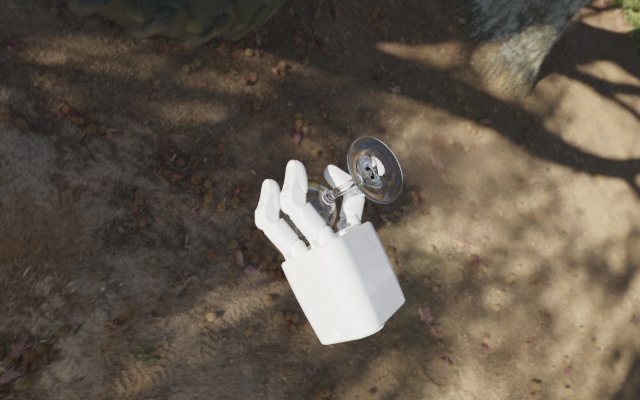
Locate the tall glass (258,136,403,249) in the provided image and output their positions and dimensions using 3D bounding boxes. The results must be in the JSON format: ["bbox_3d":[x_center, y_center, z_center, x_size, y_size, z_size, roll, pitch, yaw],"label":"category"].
[{"bbox_3d":[0.000,0.001,0.560,0.079,0.079,0.201,0,-19,-38],"label":"tall glass"}]
